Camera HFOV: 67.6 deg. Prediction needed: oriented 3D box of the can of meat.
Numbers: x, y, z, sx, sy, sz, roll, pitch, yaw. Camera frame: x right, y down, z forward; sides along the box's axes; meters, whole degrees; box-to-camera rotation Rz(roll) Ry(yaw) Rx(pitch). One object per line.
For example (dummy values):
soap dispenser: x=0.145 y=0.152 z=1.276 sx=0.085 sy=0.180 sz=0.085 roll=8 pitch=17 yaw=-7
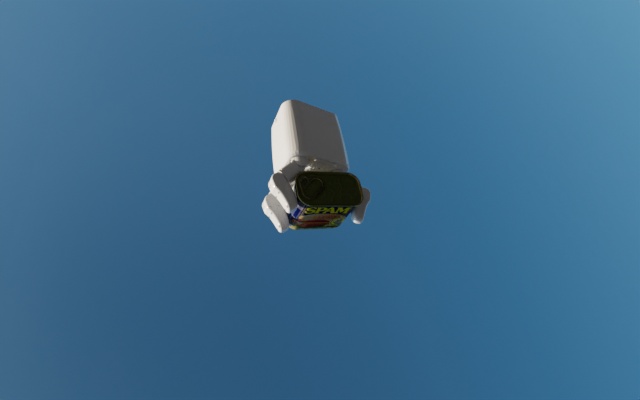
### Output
can of meat: x=0.000 y=0.003 z=0.717 sx=0.102 sy=0.057 sz=0.084 roll=0 pitch=-29 yaw=-22
